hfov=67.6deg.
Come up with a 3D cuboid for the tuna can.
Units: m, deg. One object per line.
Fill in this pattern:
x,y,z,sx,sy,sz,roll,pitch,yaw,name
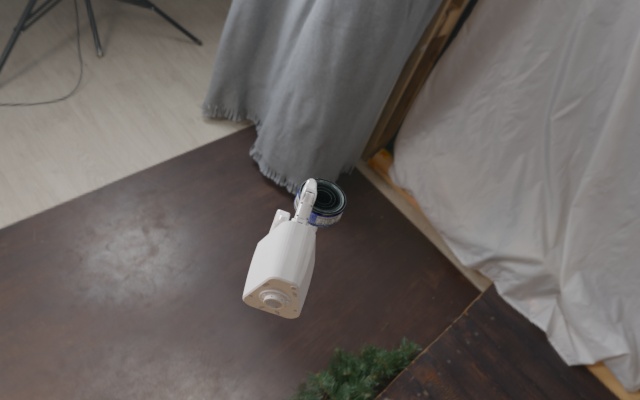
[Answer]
0.000,0.002,0.813,0.086,0.086,0.034,0,-41,-21,tuna can
